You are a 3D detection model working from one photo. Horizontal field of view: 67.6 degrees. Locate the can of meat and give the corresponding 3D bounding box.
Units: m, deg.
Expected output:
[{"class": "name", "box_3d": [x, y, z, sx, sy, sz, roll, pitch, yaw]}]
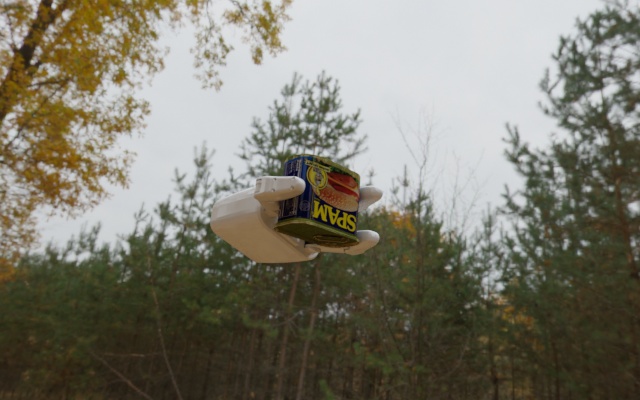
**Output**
[{"class": "can of meat", "box_3d": [0.000, 0.001, 0.551, 0.102, 0.084, 0.057, 22, -25, -40]}]
